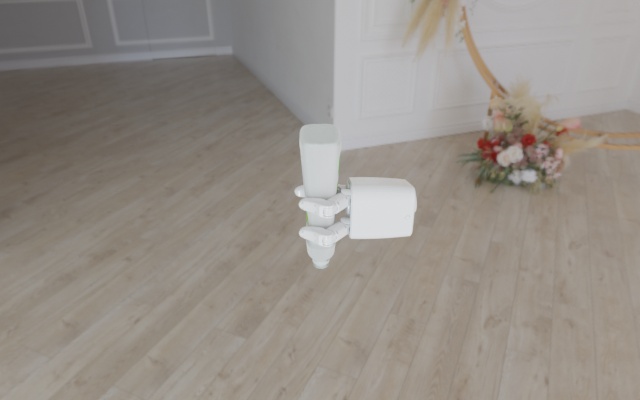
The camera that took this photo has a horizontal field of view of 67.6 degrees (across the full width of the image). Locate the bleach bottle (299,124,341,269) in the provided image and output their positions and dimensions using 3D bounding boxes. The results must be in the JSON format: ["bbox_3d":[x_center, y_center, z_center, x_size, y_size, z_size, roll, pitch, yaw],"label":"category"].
[{"bbox_3d":[0.000,0.003,0.826,0.068,0.251,0.102,-1,29,-1],"label":"bleach bottle"}]
